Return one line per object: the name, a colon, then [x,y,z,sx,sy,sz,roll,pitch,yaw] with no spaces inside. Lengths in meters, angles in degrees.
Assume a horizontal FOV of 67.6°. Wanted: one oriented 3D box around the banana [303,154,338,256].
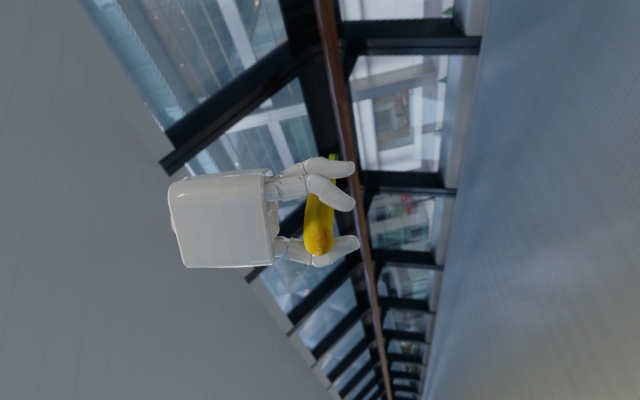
banana: [-0.001,0.016,0.576,0.037,0.070,0.197,5,33,0]
